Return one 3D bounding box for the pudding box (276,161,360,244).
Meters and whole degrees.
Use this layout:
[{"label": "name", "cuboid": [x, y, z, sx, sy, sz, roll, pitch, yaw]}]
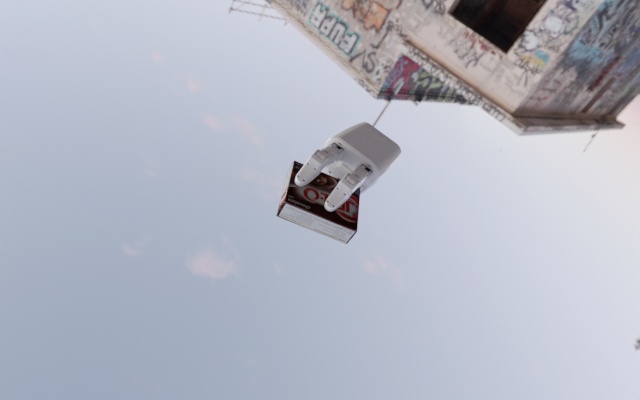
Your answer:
[{"label": "pudding box", "cuboid": [0.000, 0.002, 0.685, 0.113, 0.090, 0.039, 21, -48, -11]}]
